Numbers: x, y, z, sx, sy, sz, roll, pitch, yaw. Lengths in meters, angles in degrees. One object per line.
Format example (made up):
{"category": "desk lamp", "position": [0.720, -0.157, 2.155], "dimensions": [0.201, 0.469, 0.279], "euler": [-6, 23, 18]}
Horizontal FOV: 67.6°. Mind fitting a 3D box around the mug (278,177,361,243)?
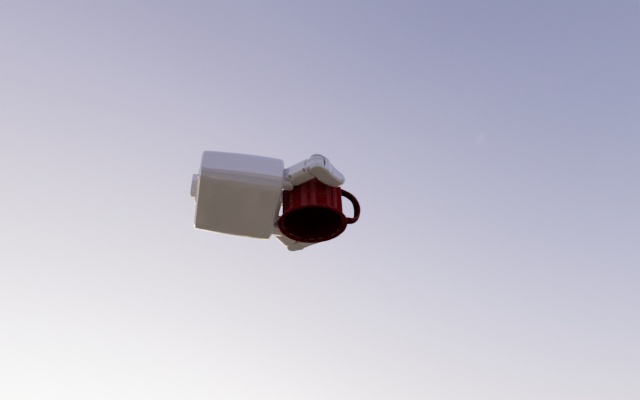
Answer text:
{"category": "mug", "position": [0.002, 0.002, 0.663], "dimensions": [0.117, 0.081, 0.093], "euler": [8, -38, -13]}
